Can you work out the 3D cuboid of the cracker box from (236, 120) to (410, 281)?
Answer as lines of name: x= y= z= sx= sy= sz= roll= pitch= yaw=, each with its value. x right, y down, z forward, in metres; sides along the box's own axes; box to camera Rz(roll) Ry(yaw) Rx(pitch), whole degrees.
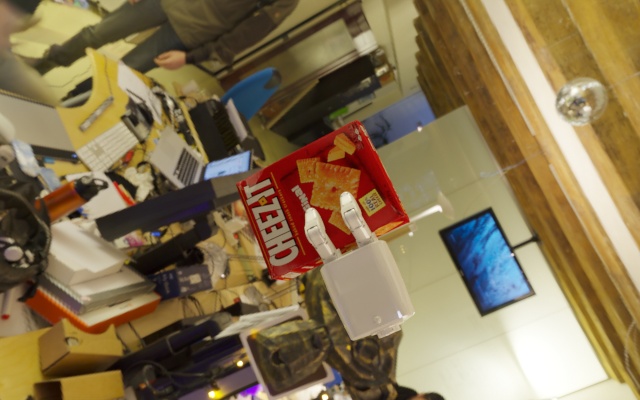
cracker box: x=0.000 y=0.002 z=0.713 sx=0.214 sy=0.164 sz=0.072 roll=-27 pitch=-17 yaw=10
